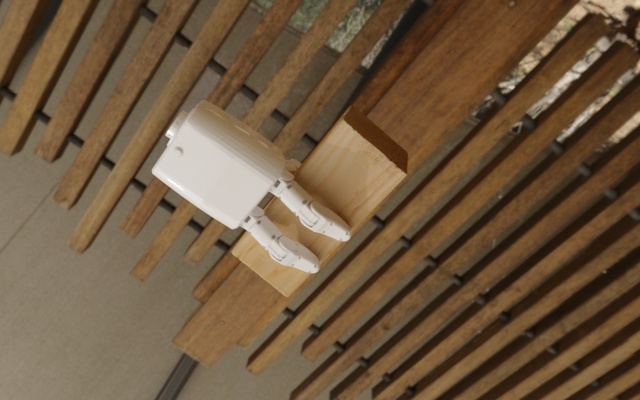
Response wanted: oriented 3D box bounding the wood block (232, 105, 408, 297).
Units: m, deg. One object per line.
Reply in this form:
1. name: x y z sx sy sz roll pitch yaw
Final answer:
1. wood block: 0.000 0.002 0.560 0.090 0.206 0.090 40 23 -6
